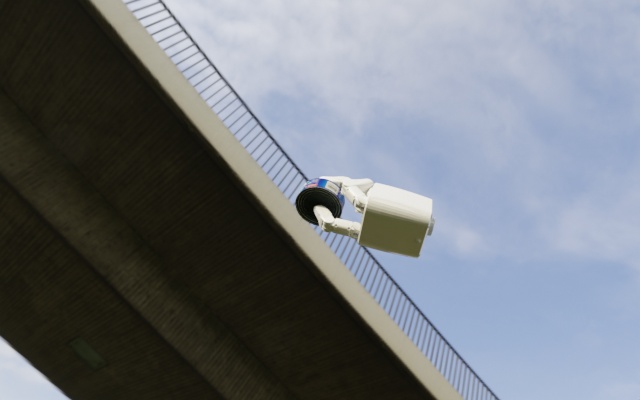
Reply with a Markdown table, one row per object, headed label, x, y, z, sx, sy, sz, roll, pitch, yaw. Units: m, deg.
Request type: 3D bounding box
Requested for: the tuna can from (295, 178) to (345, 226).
| label | x | y | z | sx | sy | sz | roll | pitch | yaw |
| --- | --- | --- | --- | --- | --- | --- | --- | --- | --- |
| tuna can | 0.000 | 0.002 | 0.859 | 0.086 | 0.086 | 0.033 | 0 | 35 | 17 |
